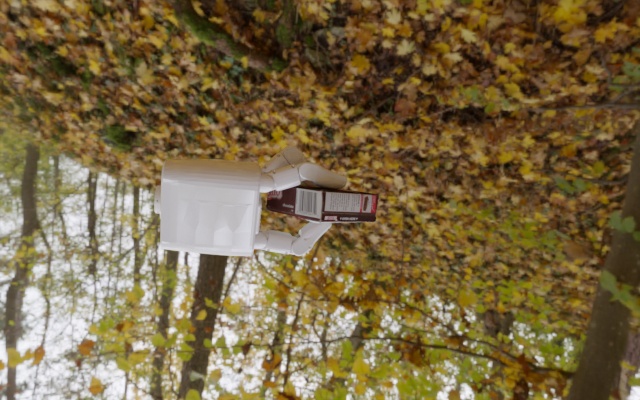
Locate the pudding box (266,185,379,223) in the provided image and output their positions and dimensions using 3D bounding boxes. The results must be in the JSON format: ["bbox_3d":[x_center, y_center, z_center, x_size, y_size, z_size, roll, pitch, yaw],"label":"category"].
[{"bbox_3d":[0.000,0.002,0.585,0.090,0.039,0.113,2,7,-39],"label":"pudding box"}]
